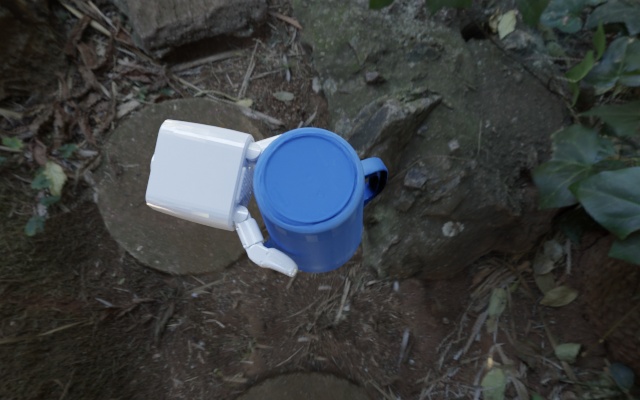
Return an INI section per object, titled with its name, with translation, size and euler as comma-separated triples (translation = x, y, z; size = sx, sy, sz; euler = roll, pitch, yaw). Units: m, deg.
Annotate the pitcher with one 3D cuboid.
[pitcher]
translation = 0.000, 0.002, 0.565
size = 0.145, 0.149, 0.243
euler = 15, -13, 5
